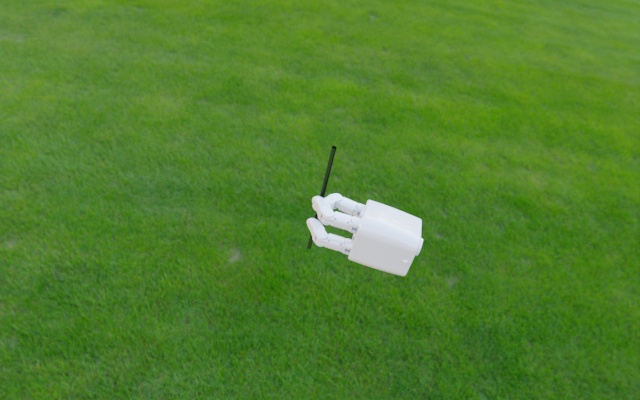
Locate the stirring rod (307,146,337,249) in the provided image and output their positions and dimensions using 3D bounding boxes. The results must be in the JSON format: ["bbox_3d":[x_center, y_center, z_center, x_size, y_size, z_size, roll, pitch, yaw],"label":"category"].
[{"bbox_3d":[0.000,0.003,0.851,0.011,0.240,0.011,8,41,-7],"label":"stirring rod"}]
